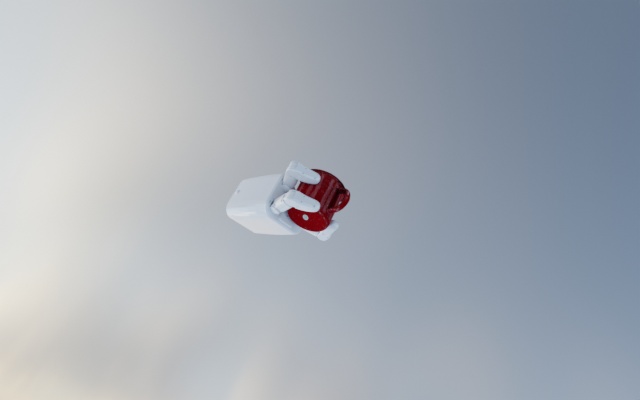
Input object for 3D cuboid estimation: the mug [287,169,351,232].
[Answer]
[{"bbox_3d":[0.001,0.003,0.864,0.117,0.081,0.093,-1,-43,33],"label":"mug"}]
